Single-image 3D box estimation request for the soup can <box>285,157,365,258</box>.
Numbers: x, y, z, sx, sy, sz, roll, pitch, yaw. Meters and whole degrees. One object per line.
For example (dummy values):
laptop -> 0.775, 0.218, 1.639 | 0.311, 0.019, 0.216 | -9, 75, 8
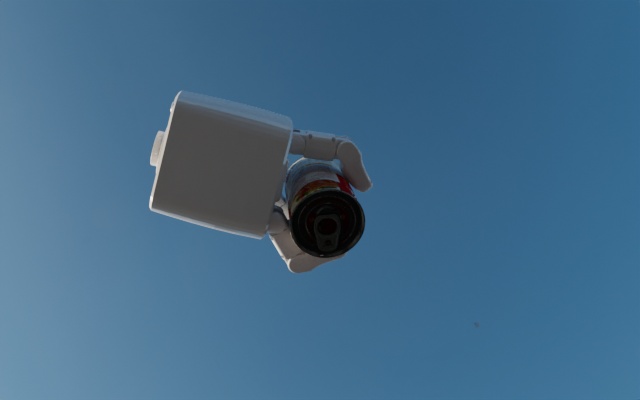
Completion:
soup can -> 0.001, 0.001, 0.467 | 0.068, 0.068, 0.102 | 0, 24, -8
